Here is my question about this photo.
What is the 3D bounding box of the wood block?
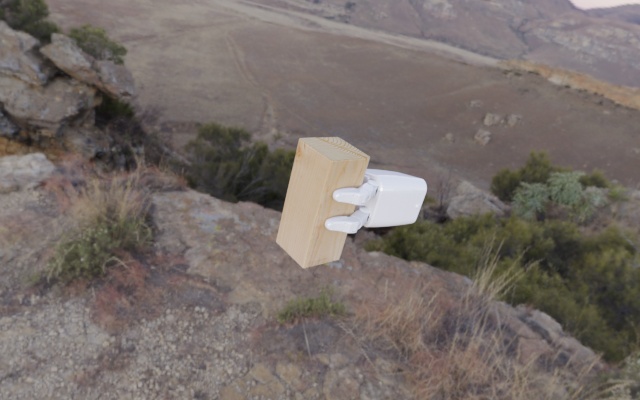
[{"bbox_3d":[0.000,0.002,0.831,0.090,0.206,0.090,-8,34,-39],"label":"wood block"}]
